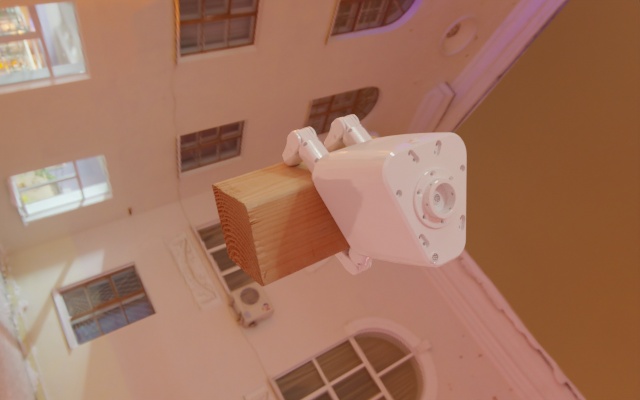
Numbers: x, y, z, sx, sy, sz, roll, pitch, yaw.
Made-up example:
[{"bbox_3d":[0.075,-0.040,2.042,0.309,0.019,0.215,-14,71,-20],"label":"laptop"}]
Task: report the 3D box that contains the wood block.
[{"bbox_3d":[0.000,0.002,0.526,0.206,0.091,0.090,-20,25,-28],"label":"wood block"}]
